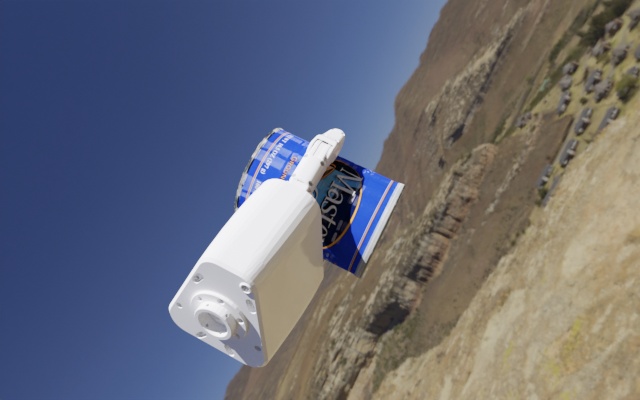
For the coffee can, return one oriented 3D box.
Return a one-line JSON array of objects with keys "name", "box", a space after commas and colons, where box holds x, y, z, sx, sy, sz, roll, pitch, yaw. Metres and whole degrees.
[{"name": "coffee can", "box": [0.000, 0.001, 0.484, 0.140, 0.103, 0.103, 26, 4, 9]}]
